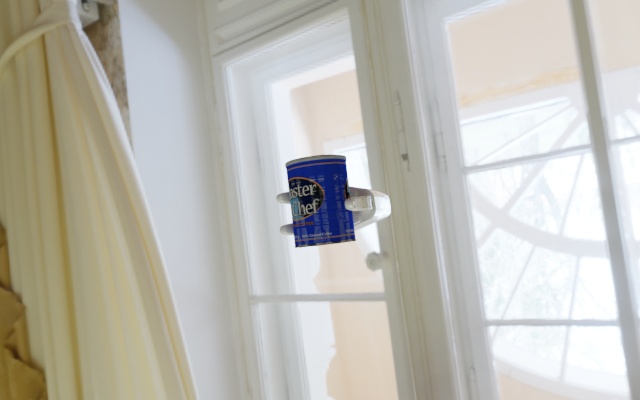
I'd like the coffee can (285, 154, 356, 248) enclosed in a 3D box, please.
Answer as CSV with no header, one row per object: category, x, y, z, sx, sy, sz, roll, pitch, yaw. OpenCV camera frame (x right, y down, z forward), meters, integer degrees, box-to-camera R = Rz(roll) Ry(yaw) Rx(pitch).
coffee can,0.000,0.002,0.787,0.103,0.140,0.103,-7,-4,0
